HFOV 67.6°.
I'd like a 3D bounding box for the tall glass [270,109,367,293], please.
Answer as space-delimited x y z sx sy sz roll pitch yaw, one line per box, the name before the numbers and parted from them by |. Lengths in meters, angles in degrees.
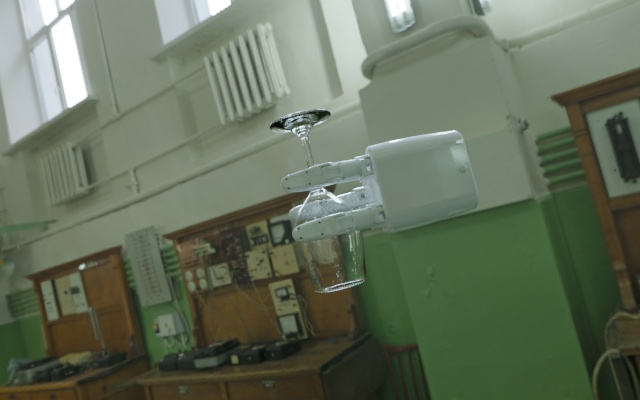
tall glass | 0.000 0.001 0.554 0.079 0.201 0.079 -13 -5 -1
